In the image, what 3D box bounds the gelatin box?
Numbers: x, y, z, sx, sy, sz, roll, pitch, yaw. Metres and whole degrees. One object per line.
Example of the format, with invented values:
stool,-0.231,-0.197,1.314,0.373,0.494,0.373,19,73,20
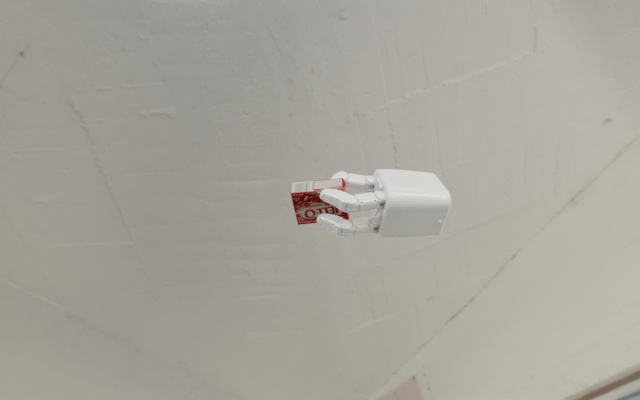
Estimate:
gelatin box,0.000,0.002,0.786,0.089,0.073,0.030,-5,43,6
